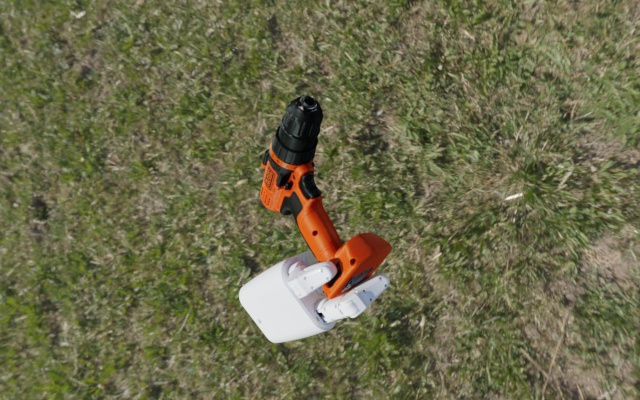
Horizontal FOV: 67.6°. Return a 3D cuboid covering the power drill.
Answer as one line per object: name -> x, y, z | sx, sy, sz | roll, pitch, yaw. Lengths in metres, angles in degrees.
power drill -> 0.000, 0.002, 0.534 | 0.057, 0.187, 0.184 | -20, -25, -27
